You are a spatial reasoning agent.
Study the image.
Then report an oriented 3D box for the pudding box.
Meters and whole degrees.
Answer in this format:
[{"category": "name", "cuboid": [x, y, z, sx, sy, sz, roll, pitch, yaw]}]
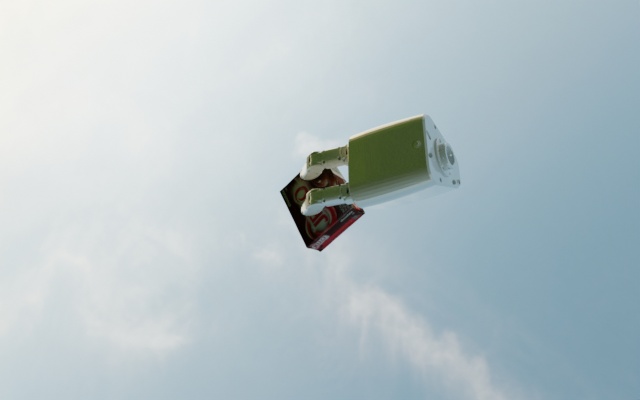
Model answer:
[{"category": "pudding box", "cuboid": [0.000, 0.002, 0.680, 0.090, 0.113, 0.039, -42, -39, 18]}]
